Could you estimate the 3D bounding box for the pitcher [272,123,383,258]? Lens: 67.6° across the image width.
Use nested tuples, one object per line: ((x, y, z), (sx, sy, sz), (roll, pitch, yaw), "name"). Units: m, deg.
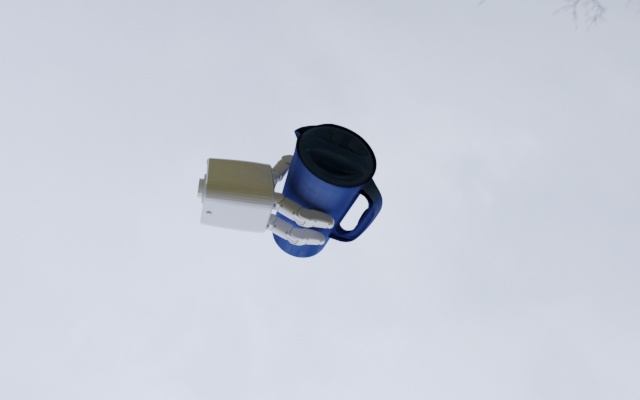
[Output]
((0.000, 0.003, 0.822), (0.145, 0.149, 0.243), (7, -39, -16), "pitcher")
